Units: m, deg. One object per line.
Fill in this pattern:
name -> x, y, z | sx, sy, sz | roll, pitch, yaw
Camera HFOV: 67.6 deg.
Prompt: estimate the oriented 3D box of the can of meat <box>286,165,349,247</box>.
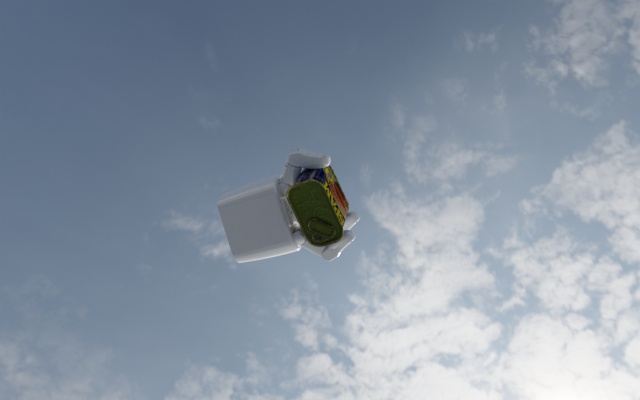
can of meat -> 0.000, 0.002, 0.700 | 0.057, 0.102, 0.084 | -18, 20, 19
